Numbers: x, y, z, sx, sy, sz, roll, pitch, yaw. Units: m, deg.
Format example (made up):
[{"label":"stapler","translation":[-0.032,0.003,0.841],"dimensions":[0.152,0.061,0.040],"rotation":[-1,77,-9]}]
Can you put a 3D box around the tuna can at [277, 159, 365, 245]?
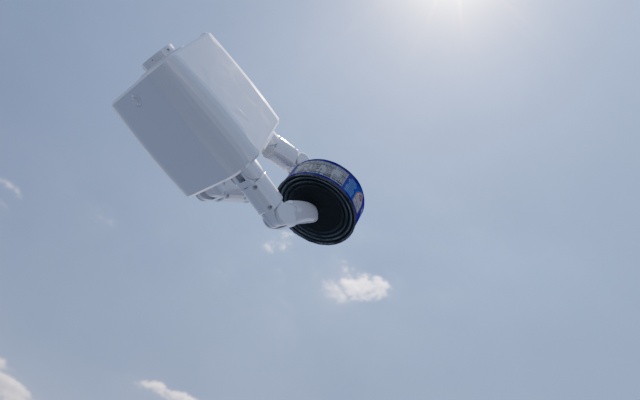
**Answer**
[{"label":"tuna can","translation":[0.000,0.001,0.480],"dimensions":[0.086,0.086,0.033],"rotation":[0,35,27]}]
